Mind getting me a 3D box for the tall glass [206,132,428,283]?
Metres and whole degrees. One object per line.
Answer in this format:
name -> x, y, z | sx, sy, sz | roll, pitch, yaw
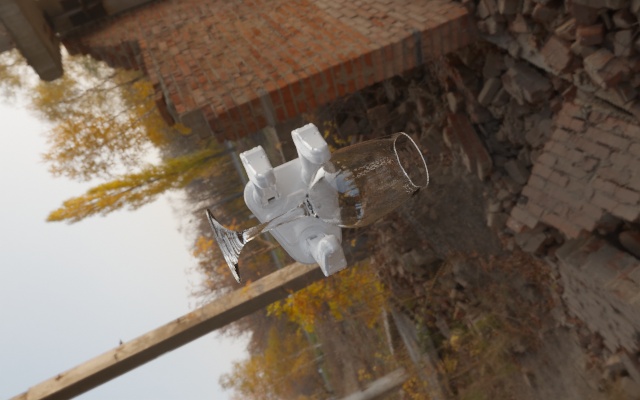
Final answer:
tall glass -> 0.000, 0.002, 0.454 | 0.201, 0.079, 0.079 | -24, 4, -9
